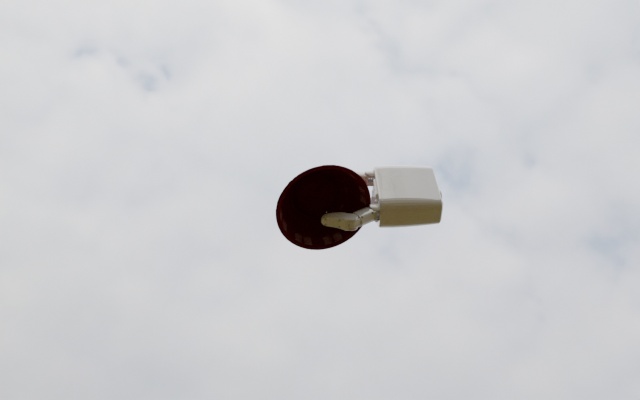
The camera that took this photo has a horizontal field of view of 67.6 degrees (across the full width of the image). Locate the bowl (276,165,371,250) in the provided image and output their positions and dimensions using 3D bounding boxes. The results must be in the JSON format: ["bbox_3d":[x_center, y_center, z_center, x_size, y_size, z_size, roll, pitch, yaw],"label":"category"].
[{"bbox_3d":[-0.001,0.002,0.802,0.162,0.162,0.055,0,30,-17],"label":"bowl"}]
